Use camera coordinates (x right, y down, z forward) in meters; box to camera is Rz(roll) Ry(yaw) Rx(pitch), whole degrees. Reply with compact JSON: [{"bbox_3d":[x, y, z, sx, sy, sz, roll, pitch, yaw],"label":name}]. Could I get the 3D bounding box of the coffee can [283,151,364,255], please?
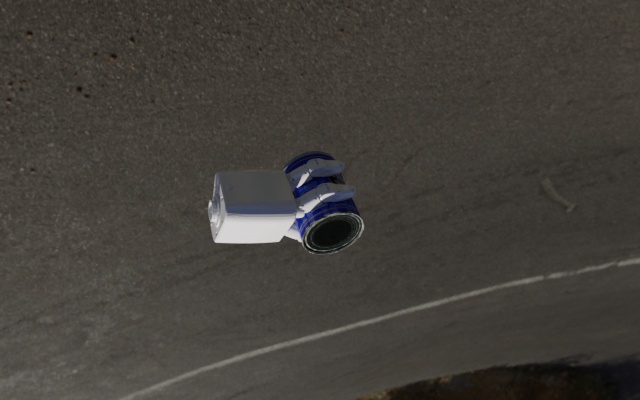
[{"bbox_3d":[0.000,0.003,0.787,0.103,0.140,0.103,-13,-40,-11],"label":"coffee can"}]
